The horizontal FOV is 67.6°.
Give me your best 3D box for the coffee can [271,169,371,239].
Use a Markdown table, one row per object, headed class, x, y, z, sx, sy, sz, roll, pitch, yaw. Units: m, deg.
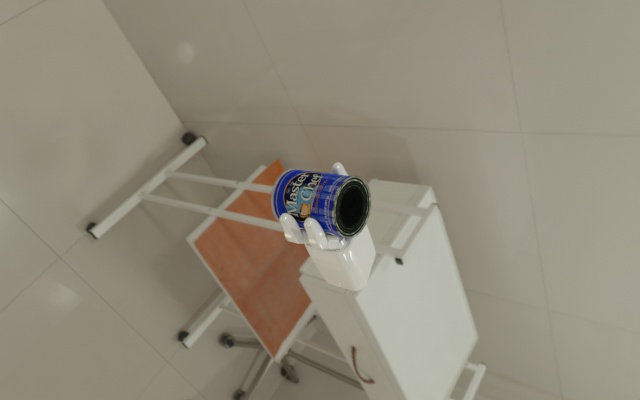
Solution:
| class | x | y | z | sx | sy | sz | roll | pitch | yaw |
| --- | --- | --- | --- | --- | --- | --- | --- | --- | --- |
| coffee can | 0.000 | 0.002 | 0.814 | 0.140 | 0.103 | 0.103 | 9 | 6 | 40 |
